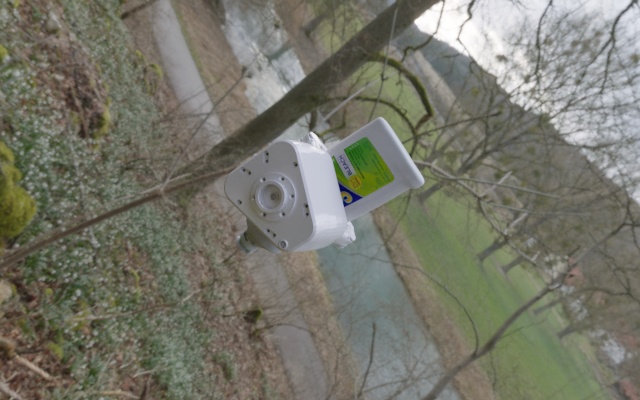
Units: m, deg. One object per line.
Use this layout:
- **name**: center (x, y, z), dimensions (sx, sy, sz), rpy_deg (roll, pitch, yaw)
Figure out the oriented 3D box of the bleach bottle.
- **bleach bottle**: center (0.000, 0.002, 0.618), dimensions (0.251, 0.102, 0.068), rpy_deg (-33, -11, 15)
